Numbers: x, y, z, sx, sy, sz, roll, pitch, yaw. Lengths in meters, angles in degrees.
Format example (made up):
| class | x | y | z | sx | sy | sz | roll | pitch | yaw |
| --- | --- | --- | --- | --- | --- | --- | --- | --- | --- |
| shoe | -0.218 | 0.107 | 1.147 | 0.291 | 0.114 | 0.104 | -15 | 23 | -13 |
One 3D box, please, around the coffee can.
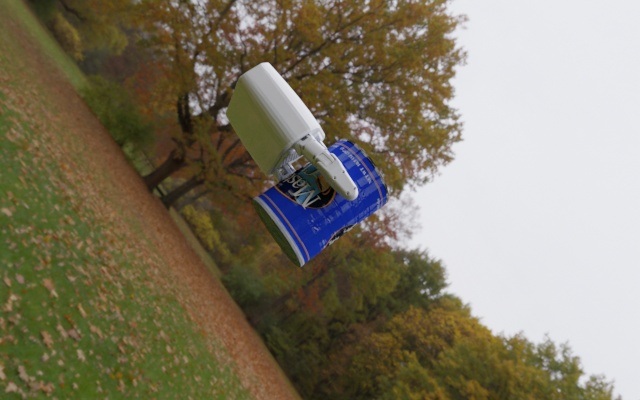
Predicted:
| class | x | y | z | sx | sy | sz | roll | pitch | yaw |
| --- | --- | --- | --- | --- | --- | --- | --- | --- | --- |
| coffee can | 0.000 | 0.002 | 0.603 | 0.140 | 0.103 | 0.103 | -35 | 9 | -13 |
